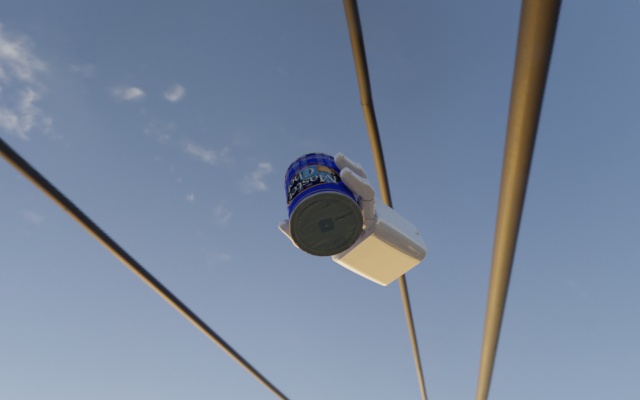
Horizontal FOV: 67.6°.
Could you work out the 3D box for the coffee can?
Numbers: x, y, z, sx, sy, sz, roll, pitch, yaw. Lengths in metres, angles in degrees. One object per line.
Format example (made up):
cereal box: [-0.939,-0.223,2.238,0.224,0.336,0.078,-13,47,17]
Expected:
coffee can: [0.000,0.002,0.713,0.103,0.103,0.140,0,28,-8]
